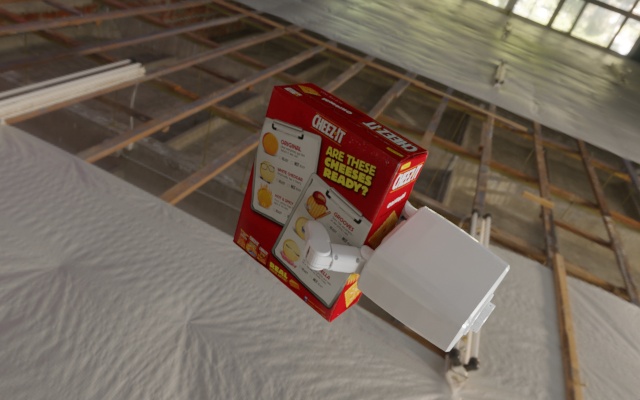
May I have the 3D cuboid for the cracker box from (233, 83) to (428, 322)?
[{"bbox_3d":[0.000,0.002,0.533,0.164,0.214,0.072,36,34,24],"label":"cracker box"}]
